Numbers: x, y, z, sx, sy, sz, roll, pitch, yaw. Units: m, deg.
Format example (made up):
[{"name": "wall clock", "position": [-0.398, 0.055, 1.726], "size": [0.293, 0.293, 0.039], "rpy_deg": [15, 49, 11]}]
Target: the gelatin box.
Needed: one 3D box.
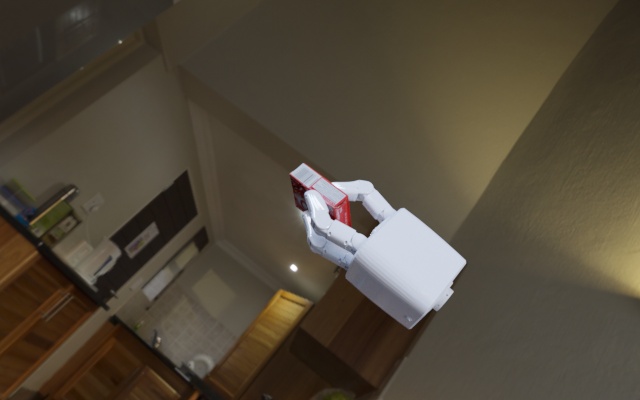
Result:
[{"name": "gelatin box", "position": [0.000, 0.002, 0.645], "size": [0.030, 0.073, 0.089], "rpy_deg": [-39, 59, -22]}]
